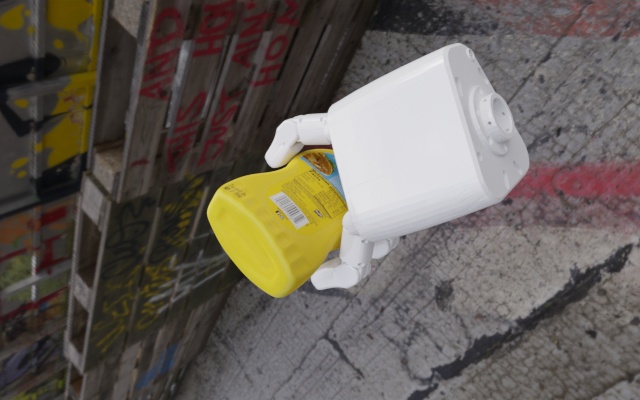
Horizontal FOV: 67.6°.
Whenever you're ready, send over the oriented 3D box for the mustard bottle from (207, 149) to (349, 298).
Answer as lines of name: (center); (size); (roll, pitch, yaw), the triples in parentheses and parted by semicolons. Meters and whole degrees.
mustard bottle: (0.000, 0.002, 0.427); (0.191, 0.096, 0.058); (-30, -17, -47)
